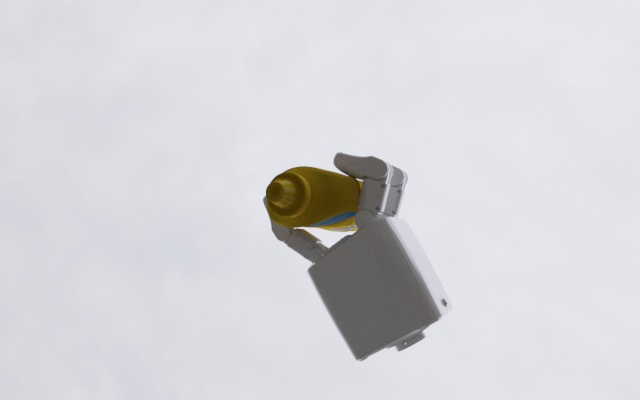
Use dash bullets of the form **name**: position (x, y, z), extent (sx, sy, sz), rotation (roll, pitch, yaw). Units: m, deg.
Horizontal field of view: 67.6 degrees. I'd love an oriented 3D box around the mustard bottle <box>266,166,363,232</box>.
- **mustard bottle**: position (0.000, 0.001, 0.492), extent (0.096, 0.058, 0.191), rotation (-8, -8, 24)
